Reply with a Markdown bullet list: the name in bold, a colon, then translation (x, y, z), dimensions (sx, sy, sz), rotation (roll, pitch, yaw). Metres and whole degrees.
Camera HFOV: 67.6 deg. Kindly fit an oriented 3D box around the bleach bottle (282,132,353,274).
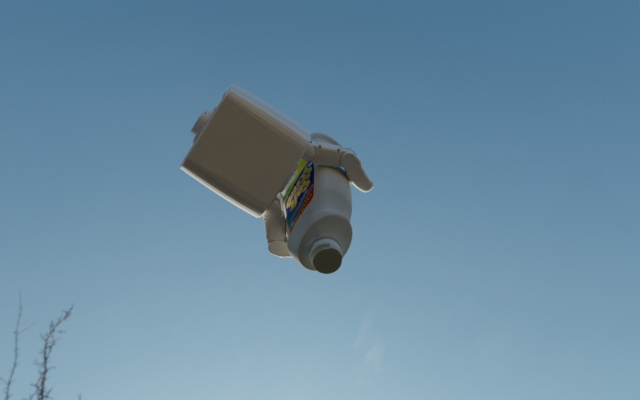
- **bleach bottle**: translation (0.000, 0.002, 0.562), dimensions (0.068, 0.102, 0.250), rotation (33, 16, -18)
